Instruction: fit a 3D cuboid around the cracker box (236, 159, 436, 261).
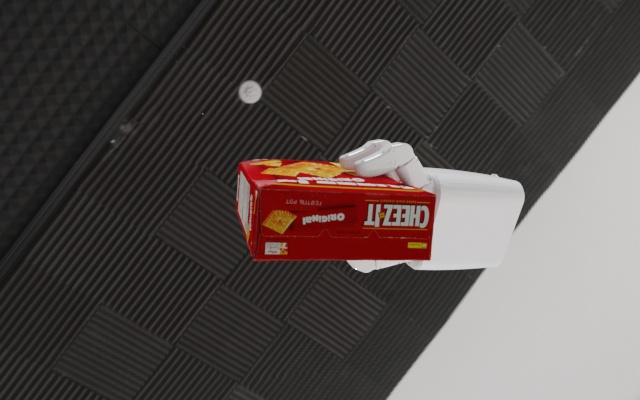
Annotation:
[{"bbox_3d":[0.000,0.002,0.508,0.164,0.072,0.213,1,10,-14],"label":"cracker box"}]
